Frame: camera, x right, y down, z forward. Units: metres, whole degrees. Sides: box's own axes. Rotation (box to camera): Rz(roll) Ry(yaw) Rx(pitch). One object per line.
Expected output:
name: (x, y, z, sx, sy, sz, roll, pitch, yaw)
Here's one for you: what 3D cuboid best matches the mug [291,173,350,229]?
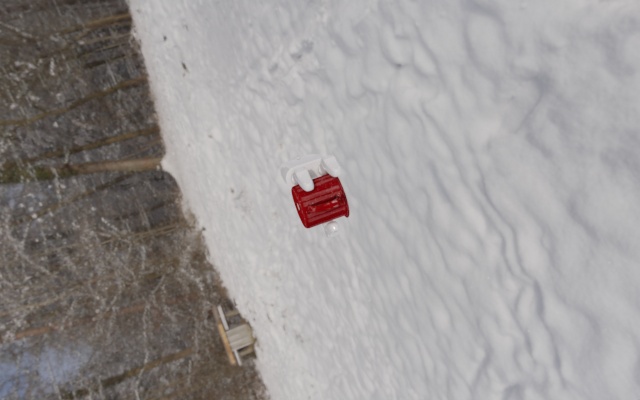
mug: (0.000, 0.003, 0.849, 0.081, 0.093, 0.117, -20, 14, -9)
